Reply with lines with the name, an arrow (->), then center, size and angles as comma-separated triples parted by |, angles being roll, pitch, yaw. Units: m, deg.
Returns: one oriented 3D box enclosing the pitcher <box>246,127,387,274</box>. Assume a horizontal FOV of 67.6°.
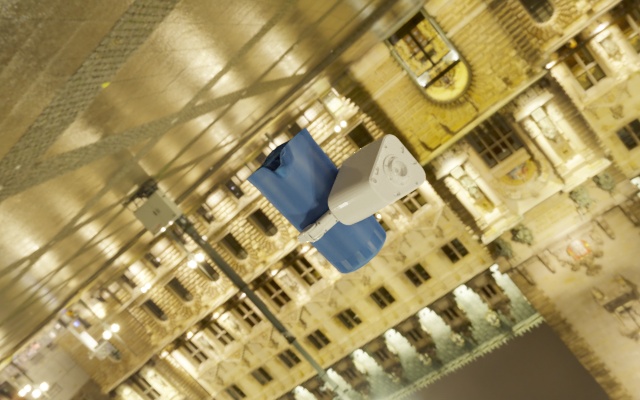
pitcher -> 0.000, 0.003, 0.829 | 0.149, 0.243, 0.145 | -47, 10, -37
